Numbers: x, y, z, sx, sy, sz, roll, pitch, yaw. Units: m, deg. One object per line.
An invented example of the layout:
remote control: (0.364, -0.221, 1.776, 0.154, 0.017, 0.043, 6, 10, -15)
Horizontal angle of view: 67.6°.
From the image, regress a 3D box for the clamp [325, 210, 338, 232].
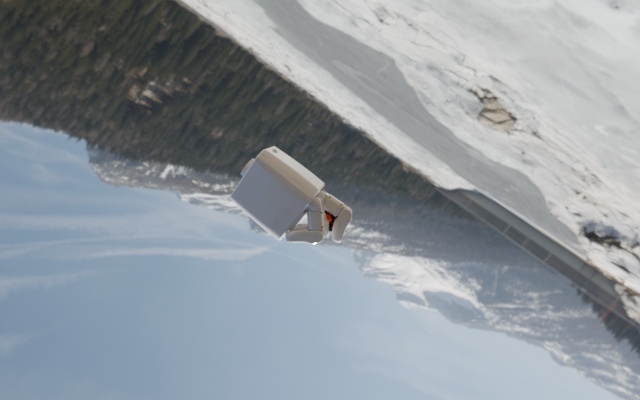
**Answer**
clamp: (0.000, 0.003, 0.846, 0.120, 0.039, 0.171, 42, 10, -1)
